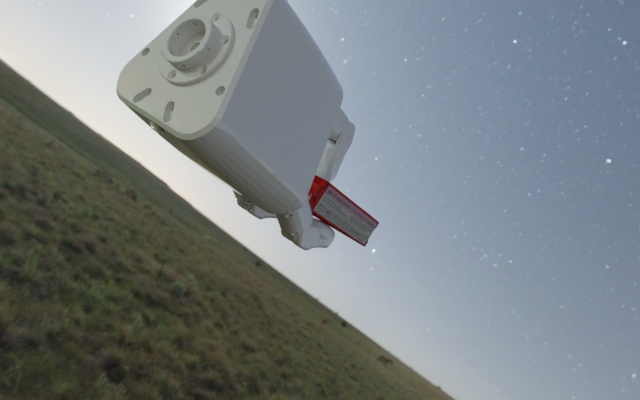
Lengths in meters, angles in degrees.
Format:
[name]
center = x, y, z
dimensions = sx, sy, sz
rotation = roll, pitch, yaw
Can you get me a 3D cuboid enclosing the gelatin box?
[gelatin box]
center = 0.001, 0.001, 0.429
dimensions = 0.073, 0.030, 0.089
rotation = 30, -3, 44
